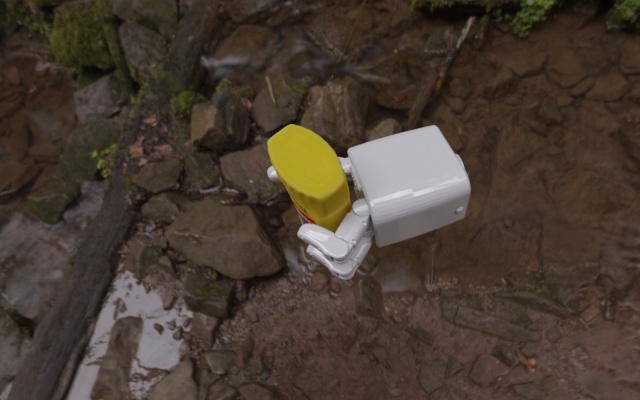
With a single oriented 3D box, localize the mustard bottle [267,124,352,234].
[{"bbox_3d":[0.000,0.002,0.541,0.058,0.096,0.192,-39,-27,-10],"label":"mustard bottle"}]
